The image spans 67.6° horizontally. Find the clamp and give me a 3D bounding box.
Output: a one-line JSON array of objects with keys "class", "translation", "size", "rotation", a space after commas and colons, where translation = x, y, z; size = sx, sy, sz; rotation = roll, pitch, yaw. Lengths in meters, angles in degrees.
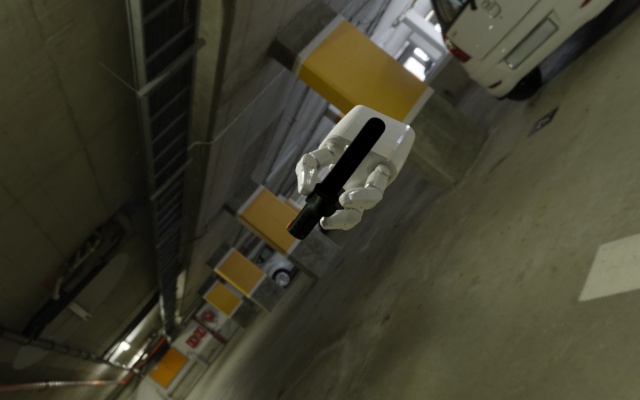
[{"class": "clamp", "translation": [-0.001, 0.002, 0.613], "size": [0.036, 0.164, 0.210], "rotation": [36, -44, -3]}]
